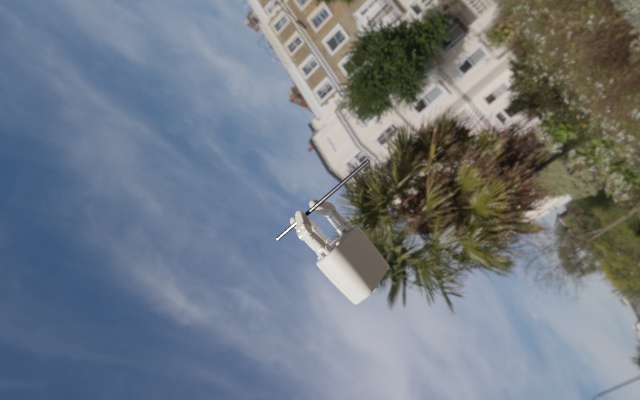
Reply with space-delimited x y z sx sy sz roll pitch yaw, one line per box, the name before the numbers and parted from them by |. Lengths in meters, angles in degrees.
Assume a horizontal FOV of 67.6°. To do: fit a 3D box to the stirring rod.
stirring rod | 0.000 0.003 0.870 0.239 0.011 0.011 -41 -20 25
